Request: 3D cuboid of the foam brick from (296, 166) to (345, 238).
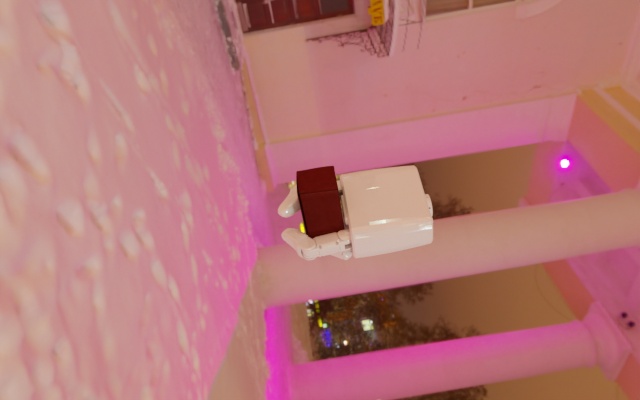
[{"bbox_3d":[0.000,0.002,0.622,0.051,0.078,0.053,-9,40,2],"label":"foam brick"}]
